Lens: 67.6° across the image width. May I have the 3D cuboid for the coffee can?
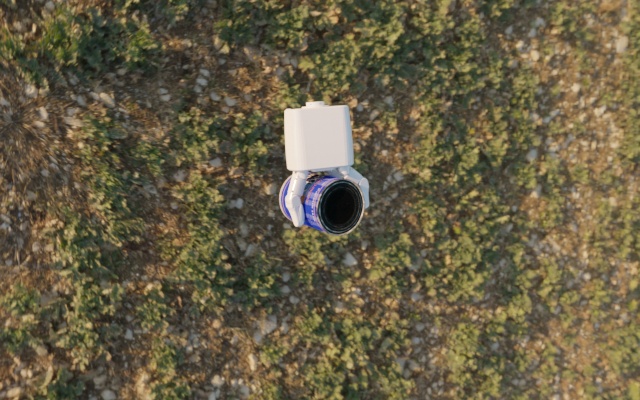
[{"bbox_3d":[0.000,0.003,0.892,0.103,0.103,0.140,0,8,-33],"label":"coffee can"}]
